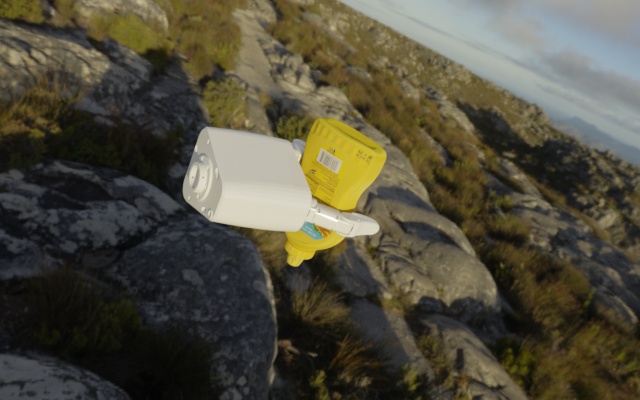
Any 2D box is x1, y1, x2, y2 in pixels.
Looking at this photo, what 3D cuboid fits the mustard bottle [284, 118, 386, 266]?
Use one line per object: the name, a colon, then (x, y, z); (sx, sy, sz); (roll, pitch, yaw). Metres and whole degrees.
mustard bottle: (0.000, 0.002, 0.592); (0.096, 0.192, 0.058); (35, 25, 24)
